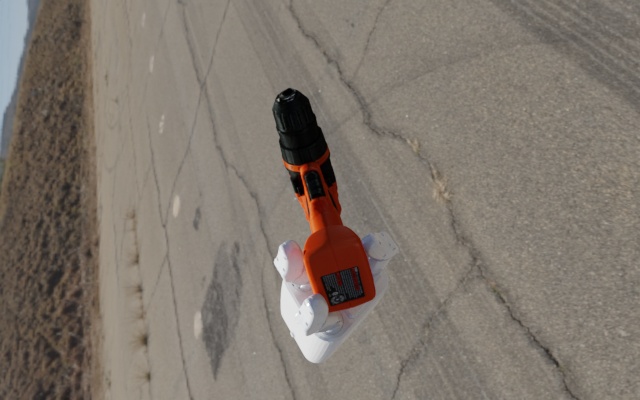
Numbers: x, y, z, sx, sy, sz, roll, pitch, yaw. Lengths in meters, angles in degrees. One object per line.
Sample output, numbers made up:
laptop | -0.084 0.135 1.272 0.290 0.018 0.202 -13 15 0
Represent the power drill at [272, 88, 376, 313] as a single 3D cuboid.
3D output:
power drill | 0.000 0.002 0.485 0.057 0.185 0.187 -17 43 3
